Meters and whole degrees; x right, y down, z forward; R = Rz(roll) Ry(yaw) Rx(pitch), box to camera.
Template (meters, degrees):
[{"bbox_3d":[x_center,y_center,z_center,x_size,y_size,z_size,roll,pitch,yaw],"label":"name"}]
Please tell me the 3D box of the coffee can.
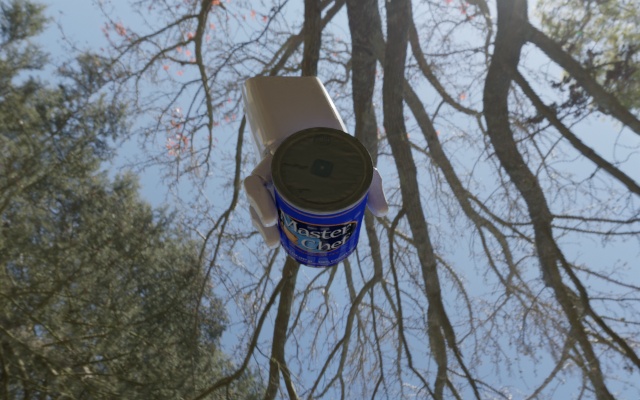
[{"bbox_3d":[0.000,0.002,0.533,0.103,0.102,0.140,0,-30,-2],"label":"coffee can"}]
